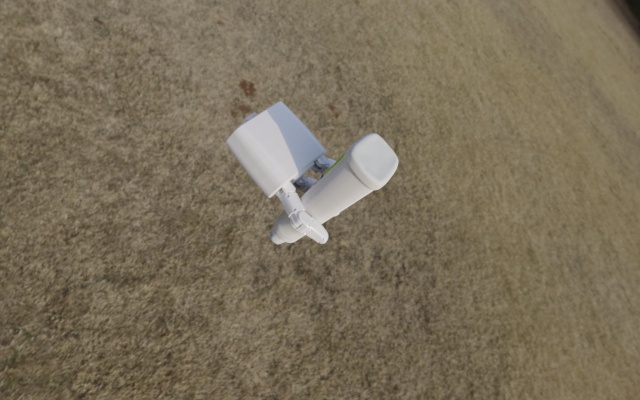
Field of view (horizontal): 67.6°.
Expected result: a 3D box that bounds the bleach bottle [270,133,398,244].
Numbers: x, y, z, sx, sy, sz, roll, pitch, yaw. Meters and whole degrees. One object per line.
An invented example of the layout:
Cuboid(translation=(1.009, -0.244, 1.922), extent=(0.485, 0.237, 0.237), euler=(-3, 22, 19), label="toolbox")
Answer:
Cuboid(translation=(0.000, 0.002, 0.718), extent=(0.251, 0.068, 0.102), euler=(-39, 3, 38), label="bleach bottle")
